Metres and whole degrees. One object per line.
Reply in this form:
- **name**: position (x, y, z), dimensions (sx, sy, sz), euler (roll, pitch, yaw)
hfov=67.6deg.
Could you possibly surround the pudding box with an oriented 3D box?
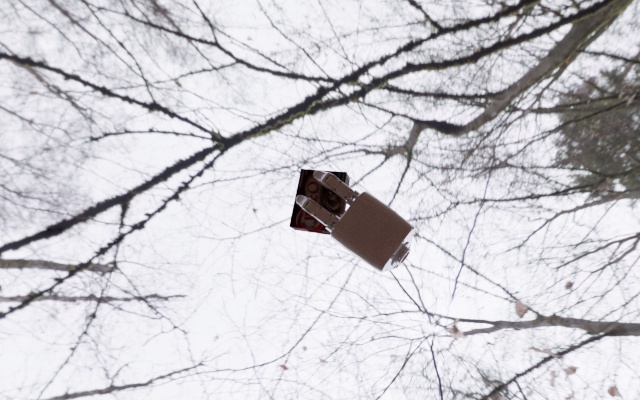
- **pudding box**: position (0.000, 0.003, 0.855), dimensions (0.090, 0.113, 0.039), euler (6, -16, 20)
